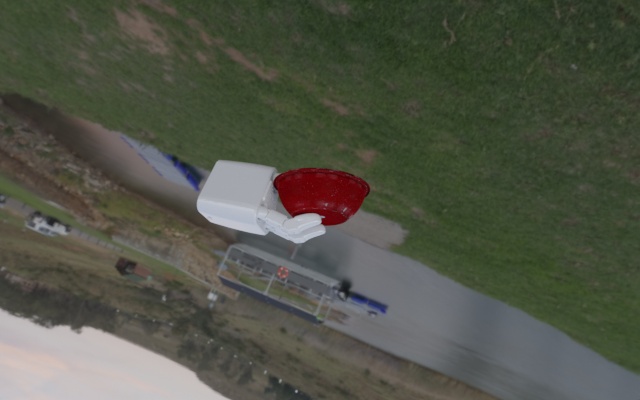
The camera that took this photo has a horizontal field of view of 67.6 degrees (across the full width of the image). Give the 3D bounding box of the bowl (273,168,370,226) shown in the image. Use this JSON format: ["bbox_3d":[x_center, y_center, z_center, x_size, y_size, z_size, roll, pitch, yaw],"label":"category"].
[{"bbox_3d":[0.001,0.003,0.782,0.162,0.055,0.162,4,-20,1],"label":"bowl"}]
